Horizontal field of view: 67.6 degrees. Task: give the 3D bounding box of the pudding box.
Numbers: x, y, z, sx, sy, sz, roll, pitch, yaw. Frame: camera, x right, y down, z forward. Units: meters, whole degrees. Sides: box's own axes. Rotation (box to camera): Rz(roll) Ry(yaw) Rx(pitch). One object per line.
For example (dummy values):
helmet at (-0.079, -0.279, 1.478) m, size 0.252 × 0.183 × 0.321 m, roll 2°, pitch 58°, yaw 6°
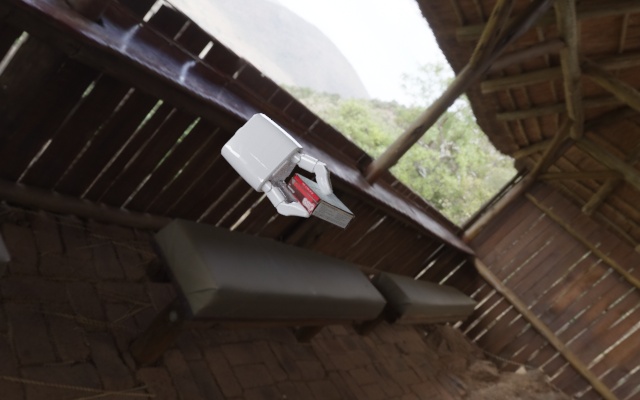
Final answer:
pudding box at (0.000, 0.003, 0.880) m, size 0.113 × 0.039 × 0.090 m, roll 23°, pitch 19°, yaw -49°
